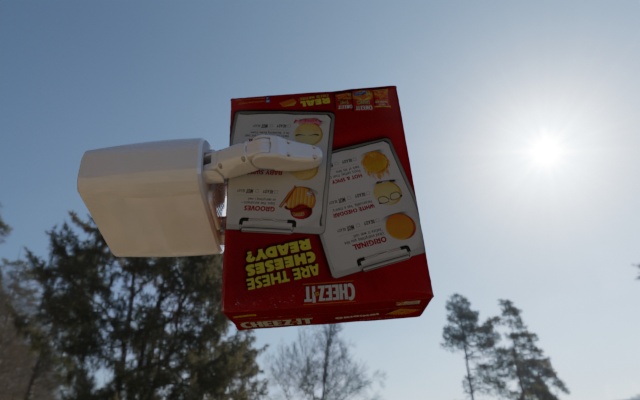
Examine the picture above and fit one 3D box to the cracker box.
[{"bbox_3d":[0.000,0.001,0.437,0.164,0.213,0.072,-4,-29,1],"label":"cracker box"}]
